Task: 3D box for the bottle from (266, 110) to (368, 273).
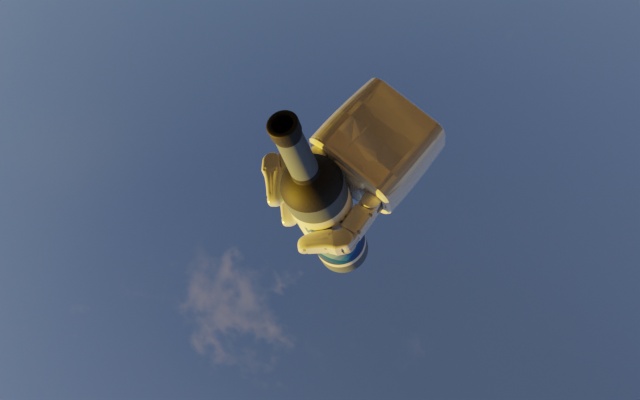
[{"bbox_3d":[0.000,0.002,0.513,0.069,0.069,0.296,0,-26,14],"label":"bottle"}]
